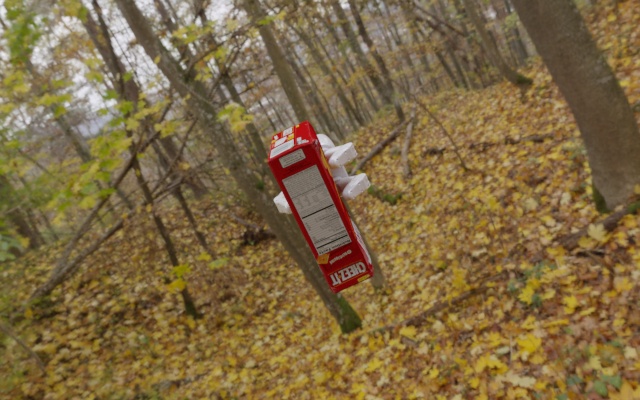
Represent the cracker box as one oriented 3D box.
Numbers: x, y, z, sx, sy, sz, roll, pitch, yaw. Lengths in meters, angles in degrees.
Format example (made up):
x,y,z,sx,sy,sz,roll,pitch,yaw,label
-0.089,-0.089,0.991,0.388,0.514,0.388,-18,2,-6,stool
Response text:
x,y,z,sx,sy,sz,roll,pitch,yaw,label
0.000,0.002,0.703,0.072,0.214,0.164,-24,18,5,cracker box
